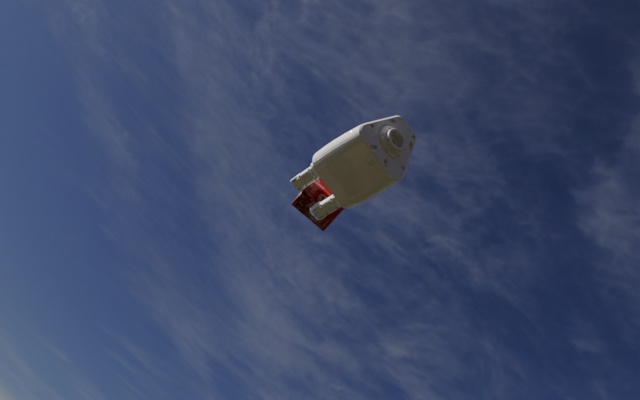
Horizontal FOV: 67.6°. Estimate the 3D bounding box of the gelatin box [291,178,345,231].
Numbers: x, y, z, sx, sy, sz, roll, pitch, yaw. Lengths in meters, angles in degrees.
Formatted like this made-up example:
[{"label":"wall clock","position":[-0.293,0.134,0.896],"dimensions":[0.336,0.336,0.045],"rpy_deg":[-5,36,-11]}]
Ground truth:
[{"label":"gelatin box","position":[0.000,0.002,0.796],"dimensions":[0.030,0.073,0.089],"rpy_deg":[-50,1,-37]}]
